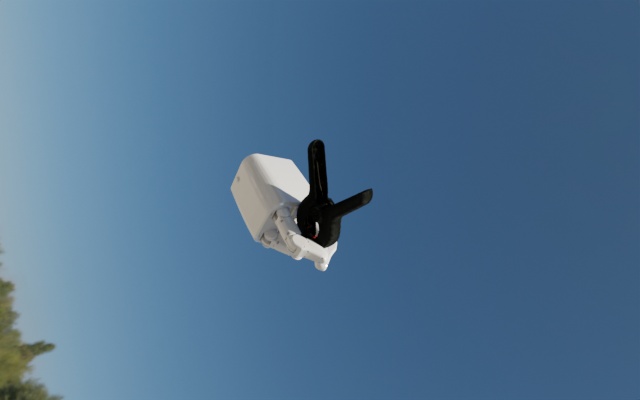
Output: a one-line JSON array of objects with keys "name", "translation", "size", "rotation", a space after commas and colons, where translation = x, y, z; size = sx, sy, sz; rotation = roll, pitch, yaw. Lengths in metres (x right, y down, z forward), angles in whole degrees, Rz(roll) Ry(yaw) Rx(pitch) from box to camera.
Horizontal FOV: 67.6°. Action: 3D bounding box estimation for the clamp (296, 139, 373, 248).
[{"name": "clamp", "translation": [0.001, 0.002, 0.671], "size": [0.039, 0.120, 0.172], "rotation": [-10, -34, -38]}]
